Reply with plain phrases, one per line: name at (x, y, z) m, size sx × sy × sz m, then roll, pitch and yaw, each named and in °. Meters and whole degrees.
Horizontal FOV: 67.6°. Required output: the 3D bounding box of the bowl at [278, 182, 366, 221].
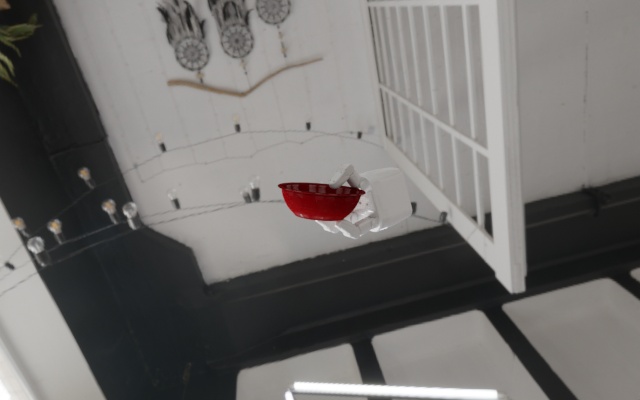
bowl at (-0.001, 0.003, 0.876) m, size 0.162 × 0.055 × 0.162 m, roll 5°, pitch 8°, yaw -1°
